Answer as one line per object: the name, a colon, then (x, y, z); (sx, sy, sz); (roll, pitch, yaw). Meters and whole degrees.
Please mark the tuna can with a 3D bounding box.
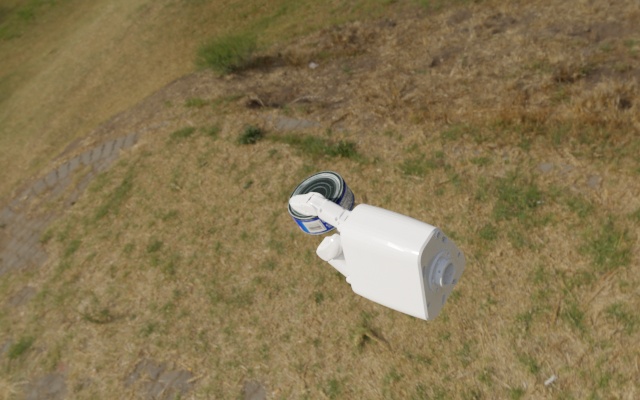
tuna can: (0.000, 0.002, 0.635); (0.086, 0.086, 0.034); (0, -39, 37)
